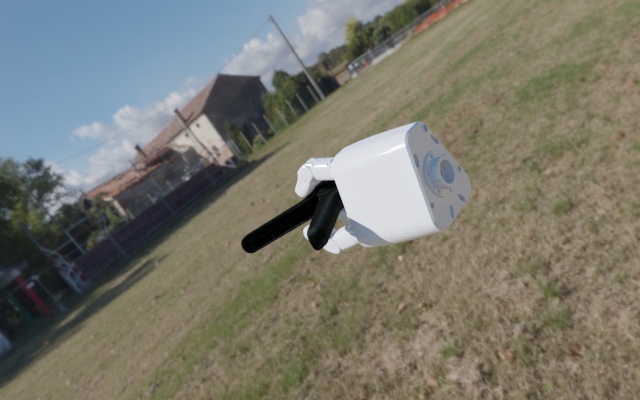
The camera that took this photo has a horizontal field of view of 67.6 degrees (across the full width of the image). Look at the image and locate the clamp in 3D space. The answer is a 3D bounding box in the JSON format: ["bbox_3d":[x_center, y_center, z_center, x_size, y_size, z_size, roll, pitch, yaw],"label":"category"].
[{"bbox_3d":[0.000,0.001,0.611,0.164,0.036,0.210,-13,23,46],"label":"clamp"}]
